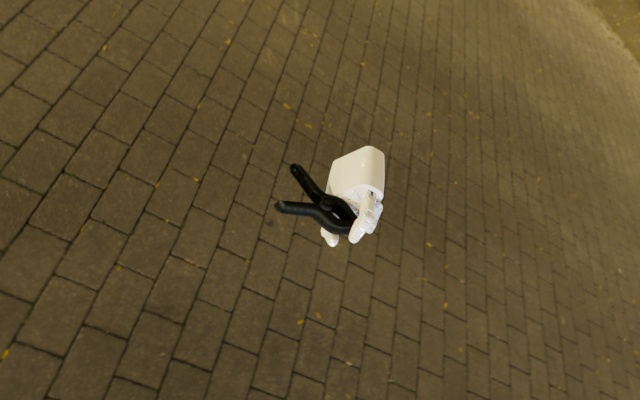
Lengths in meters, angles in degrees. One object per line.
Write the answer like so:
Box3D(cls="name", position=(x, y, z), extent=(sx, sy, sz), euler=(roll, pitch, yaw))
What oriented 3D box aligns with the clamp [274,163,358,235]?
Box3D(cls="clamp", position=(0.001, 0.003, 0.864), extent=(0.171, 0.120, 0.039), euler=(27, -40, -22))
